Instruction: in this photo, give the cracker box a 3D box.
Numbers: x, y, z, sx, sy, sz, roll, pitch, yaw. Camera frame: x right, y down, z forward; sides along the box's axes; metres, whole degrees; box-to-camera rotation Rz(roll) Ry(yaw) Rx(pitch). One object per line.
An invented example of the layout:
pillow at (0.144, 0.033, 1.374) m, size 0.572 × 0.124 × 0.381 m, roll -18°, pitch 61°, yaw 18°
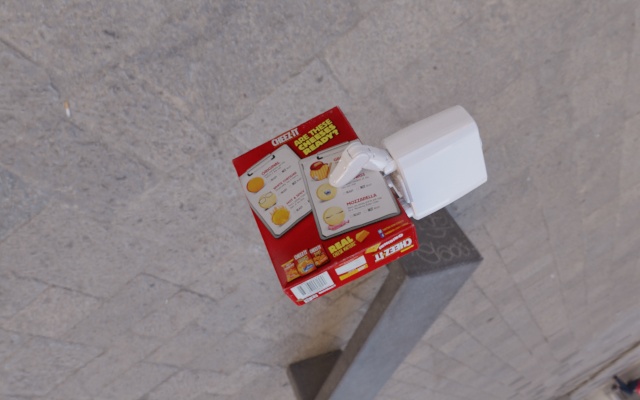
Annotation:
cracker box at (0.000, 0.002, 0.605) m, size 0.164 × 0.213 × 0.072 m, roll -27°, pitch -35°, yaw 0°
